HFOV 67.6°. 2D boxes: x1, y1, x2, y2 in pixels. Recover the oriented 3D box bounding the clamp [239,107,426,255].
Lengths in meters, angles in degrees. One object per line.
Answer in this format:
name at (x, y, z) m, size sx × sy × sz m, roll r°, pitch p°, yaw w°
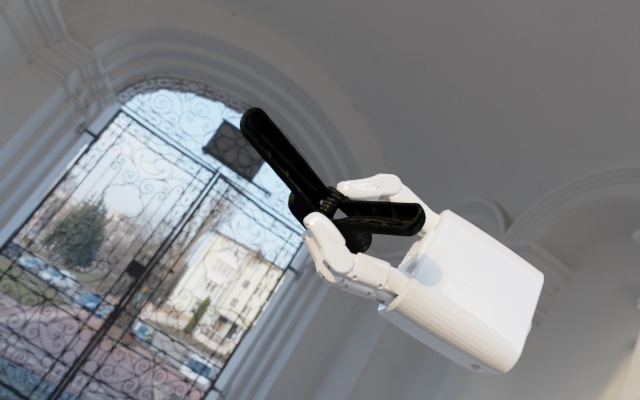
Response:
clamp at (0.001, 0.001, 0.444) m, size 0.164 × 0.036 × 0.210 m, roll 35°, pitch -17°, yaw 7°
